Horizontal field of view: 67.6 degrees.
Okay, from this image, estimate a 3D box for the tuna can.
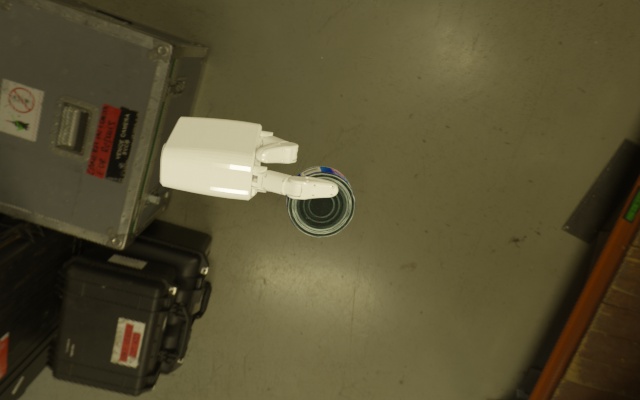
[{"bbox_3d":[0.000,0.002,0.596,0.086,0.086,0.033,0,17,-6],"label":"tuna can"}]
